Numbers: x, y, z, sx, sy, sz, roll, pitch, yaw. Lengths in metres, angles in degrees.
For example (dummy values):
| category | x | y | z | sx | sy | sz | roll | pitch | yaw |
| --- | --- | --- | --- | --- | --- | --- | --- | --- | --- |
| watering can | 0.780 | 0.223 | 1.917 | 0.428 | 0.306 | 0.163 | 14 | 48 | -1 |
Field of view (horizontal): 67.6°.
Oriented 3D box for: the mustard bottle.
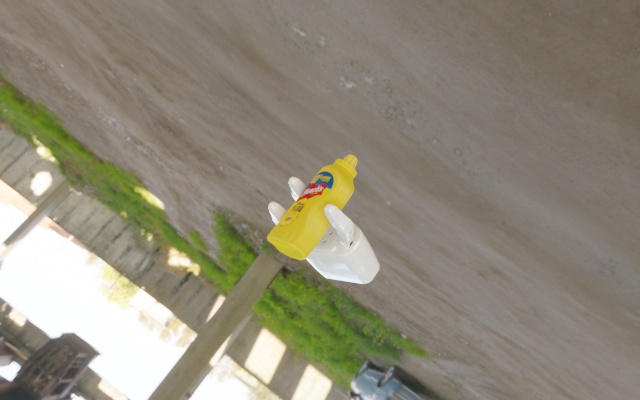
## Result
| category | x | y | z | sx | sy | sz | roll | pitch | yaw |
| --- | --- | --- | --- | --- | --- | --- | --- | --- | --- |
| mustard bottle | 0.000 | 0.002 | 0.759 | 0.058 | 0.191 | 0.096 | 45 | -19 | -22 |
